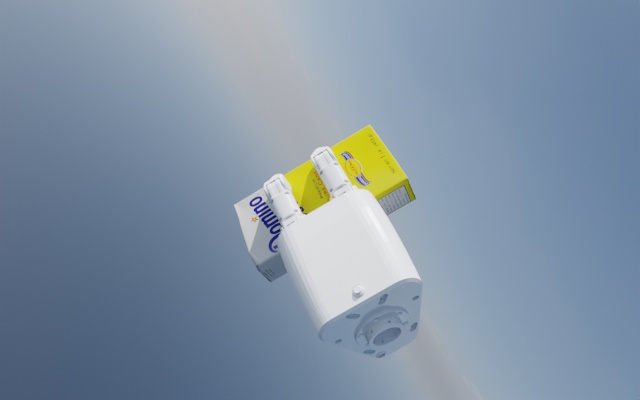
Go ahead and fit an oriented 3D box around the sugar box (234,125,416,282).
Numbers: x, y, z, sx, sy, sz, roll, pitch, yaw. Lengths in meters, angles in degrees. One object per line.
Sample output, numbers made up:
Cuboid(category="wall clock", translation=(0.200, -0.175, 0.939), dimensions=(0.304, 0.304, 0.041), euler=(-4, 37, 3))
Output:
Cuboid(category="sugar box", translation=(0.000, 0.001, 0.508), dimensions=(0.176, 0.093, 0.048), euler=(-29, -40, 2))
